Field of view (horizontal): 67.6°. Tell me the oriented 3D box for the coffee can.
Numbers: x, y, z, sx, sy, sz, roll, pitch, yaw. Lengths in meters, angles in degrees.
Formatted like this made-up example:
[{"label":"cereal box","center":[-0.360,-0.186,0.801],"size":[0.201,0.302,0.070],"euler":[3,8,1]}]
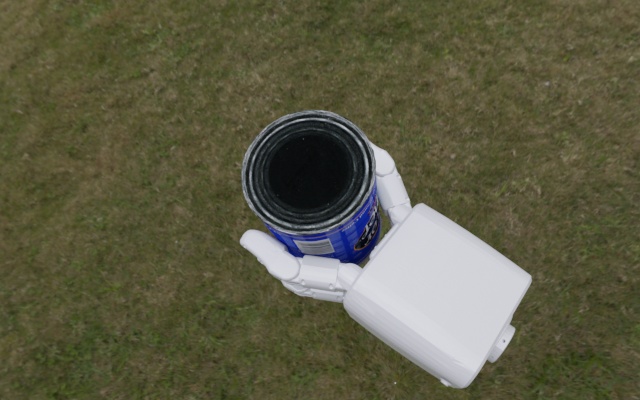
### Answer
[{"label":"coffee can","center":[0.000,0.001,0.419],"size":[0.103,0.102,0.140],"euler":[0,-21,9]}]
